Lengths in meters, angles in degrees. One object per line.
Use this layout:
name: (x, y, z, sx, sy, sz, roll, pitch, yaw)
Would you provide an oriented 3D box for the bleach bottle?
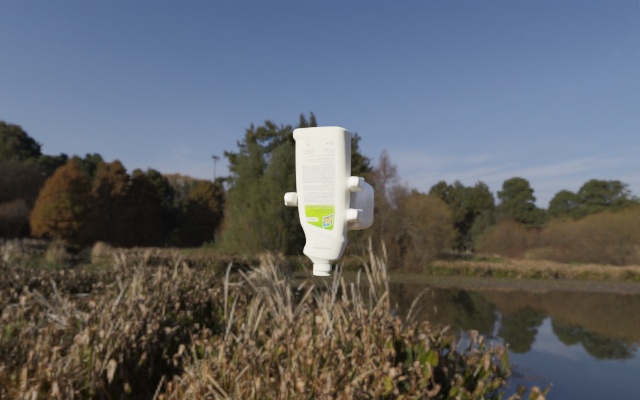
bleach bottle: (0.000, 0.003, 0.830, 0.102, 0.251, 0.068, 0, -4, 25)
